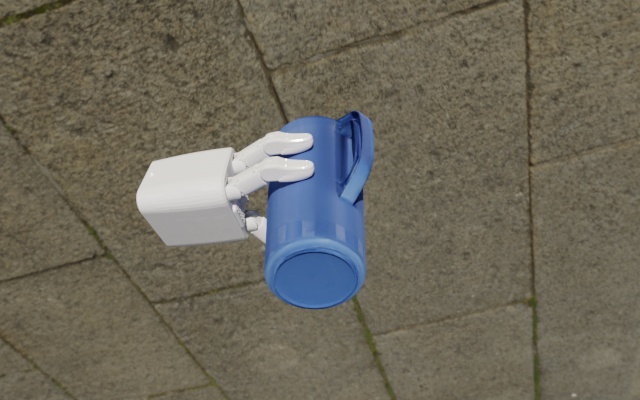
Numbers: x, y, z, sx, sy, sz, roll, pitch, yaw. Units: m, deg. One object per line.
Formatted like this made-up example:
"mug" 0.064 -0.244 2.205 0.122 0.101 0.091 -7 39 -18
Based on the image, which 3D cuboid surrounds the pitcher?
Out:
"pitcher" 0.000 0.002 0.585 0.145 0.149 0.242 -5 38 4
